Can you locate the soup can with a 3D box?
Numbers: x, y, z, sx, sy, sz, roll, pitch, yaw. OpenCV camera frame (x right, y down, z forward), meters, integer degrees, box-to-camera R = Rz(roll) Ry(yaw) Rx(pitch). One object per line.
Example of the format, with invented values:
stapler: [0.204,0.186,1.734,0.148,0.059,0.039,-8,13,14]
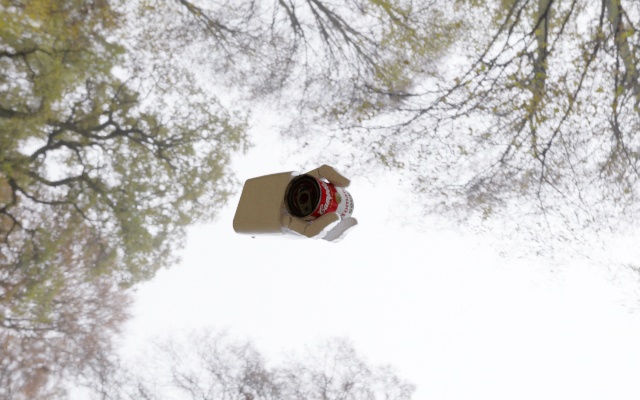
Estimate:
soup can: [0.001,0.002,0.751,0.068,0.068,0.102,0,-11,34]
